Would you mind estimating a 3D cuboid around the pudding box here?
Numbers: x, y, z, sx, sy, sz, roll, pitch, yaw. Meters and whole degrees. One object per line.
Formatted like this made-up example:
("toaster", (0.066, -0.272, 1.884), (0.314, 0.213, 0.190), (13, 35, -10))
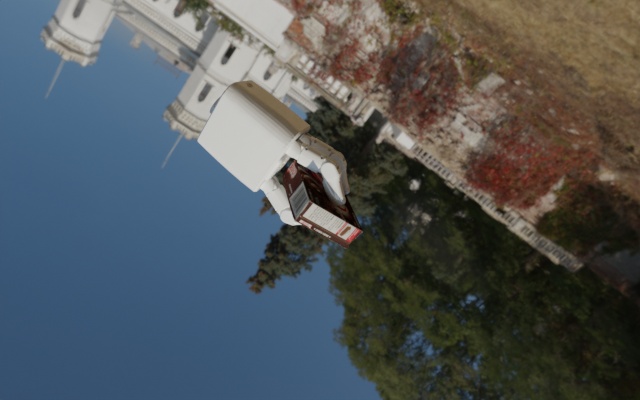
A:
("pudding box", (0.000, 0.002, 0.636), (0.090, 0.039, 0.113), (29, 24, -28))
